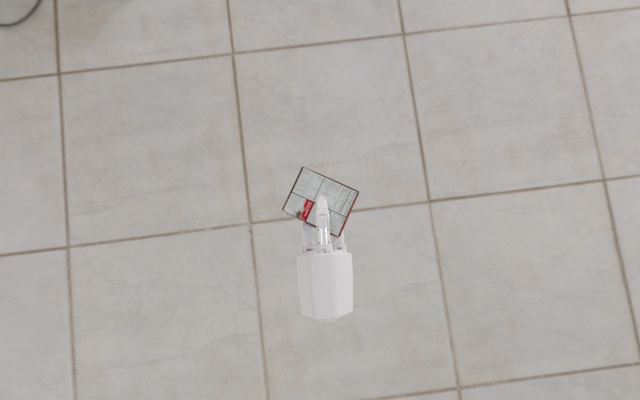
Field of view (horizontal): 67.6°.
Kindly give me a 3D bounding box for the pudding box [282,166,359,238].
[{"bbox_3d":[0.000,0.003,0.841,0.113,0.090,0.039,25,-6,2],"label":"pudding box"}]
